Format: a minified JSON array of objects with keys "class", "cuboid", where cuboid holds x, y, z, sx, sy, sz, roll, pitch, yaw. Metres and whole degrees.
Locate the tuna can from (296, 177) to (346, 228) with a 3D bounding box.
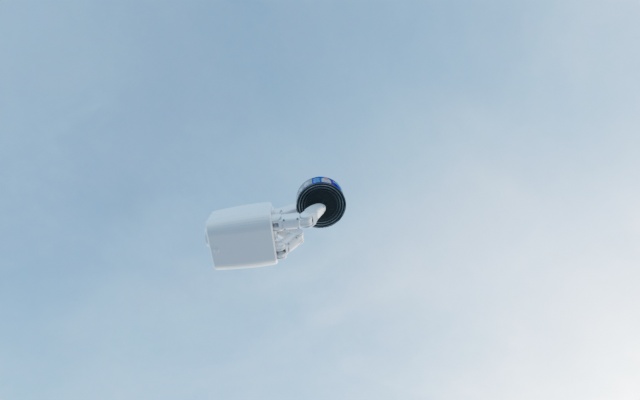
[{"class":"tuna can","cuboid":[0.000,0.002,0.828,0.086,0.086,0.033,0,25,-4]}]
